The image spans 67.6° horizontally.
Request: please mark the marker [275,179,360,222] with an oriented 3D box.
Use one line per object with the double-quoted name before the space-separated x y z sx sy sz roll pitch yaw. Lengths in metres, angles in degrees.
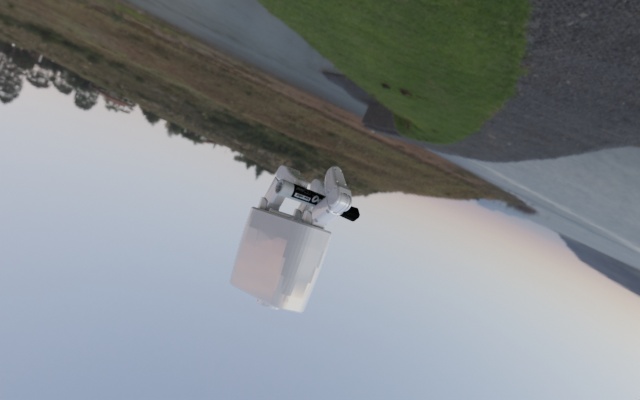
"marker" 0.000 0.002 0.581 0.121 0.020 0.020 21 -12 -33
